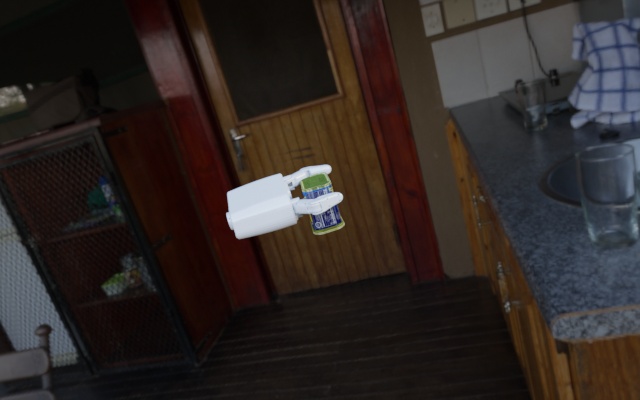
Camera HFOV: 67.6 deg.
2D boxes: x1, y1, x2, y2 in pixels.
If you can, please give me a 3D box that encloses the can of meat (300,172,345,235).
[{"bbox_3d":[0.000,0.002,0.854,0.057,0.084,0.102,-17,16,-2],"label":"can of meat"}]
